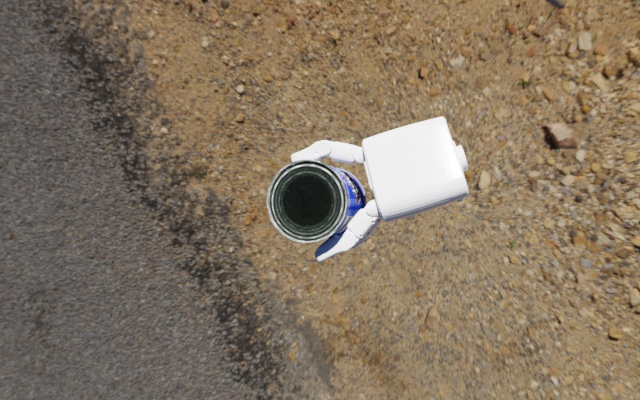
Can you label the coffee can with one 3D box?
[{"bbox_3d":[0.000,0.002,0.644,0.103,0.103,0.140,0,-1,14],"label":"coffee can"}]
